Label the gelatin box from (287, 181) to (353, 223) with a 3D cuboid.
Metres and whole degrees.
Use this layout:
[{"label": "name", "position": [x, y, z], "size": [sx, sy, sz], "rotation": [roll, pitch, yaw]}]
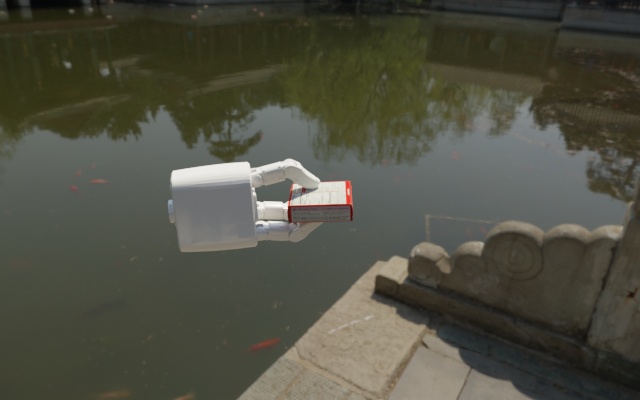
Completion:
[{"label": "gelatin box", "position": [0.000, 0.002, 0.673], "size": [0.089, 0.030, 0.073], "rotation": [-3, 27, 3]}]
